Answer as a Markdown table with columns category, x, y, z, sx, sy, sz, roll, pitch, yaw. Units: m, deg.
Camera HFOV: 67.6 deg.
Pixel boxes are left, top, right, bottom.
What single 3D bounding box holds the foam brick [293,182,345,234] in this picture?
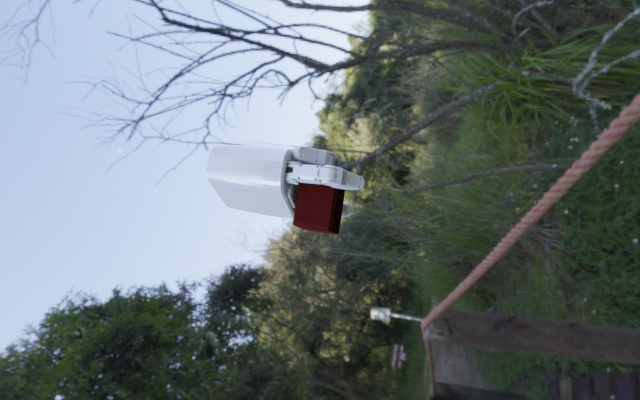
| category | x | y | z | sx | sy | sz | roll | pitch | yaw |
| --- | --- | --- | --- | --- | --- | --- | --- | --- | --- |
| foam brick | 0.000 | 0.002 | 0.624 | 0.051 | 0.078 | 0.053 | 6 | -9 | 14 |
